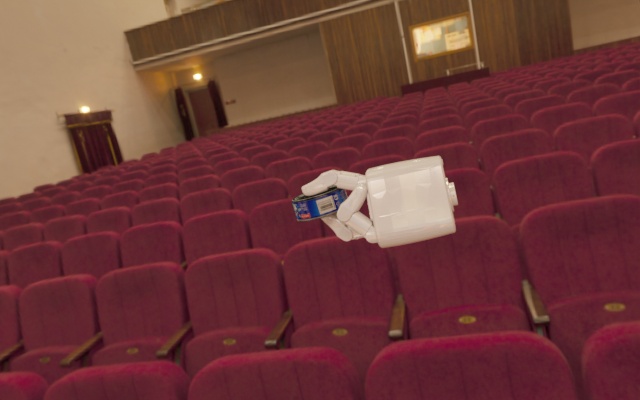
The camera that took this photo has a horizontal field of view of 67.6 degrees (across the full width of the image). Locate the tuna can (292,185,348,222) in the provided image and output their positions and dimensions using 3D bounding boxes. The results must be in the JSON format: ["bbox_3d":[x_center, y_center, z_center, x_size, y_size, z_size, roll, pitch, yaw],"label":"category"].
[{"bbox_3d":[0.000,0.002,0.736,0.086,0.034,0.086,-17,9,3],"label":"tuna can"}]
